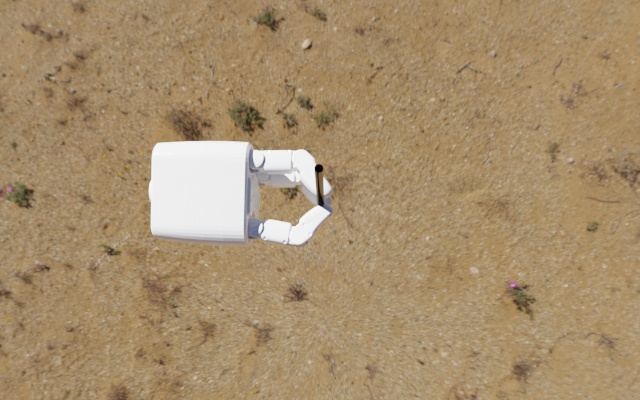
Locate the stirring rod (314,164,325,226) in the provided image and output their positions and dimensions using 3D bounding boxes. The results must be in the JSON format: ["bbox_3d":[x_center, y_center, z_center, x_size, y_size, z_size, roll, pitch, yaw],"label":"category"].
[{"bbox_3d":[0.000,0.002,0.530,0.011,0.011,0.239,0,-14,1],"label":"stirring rod"}]
